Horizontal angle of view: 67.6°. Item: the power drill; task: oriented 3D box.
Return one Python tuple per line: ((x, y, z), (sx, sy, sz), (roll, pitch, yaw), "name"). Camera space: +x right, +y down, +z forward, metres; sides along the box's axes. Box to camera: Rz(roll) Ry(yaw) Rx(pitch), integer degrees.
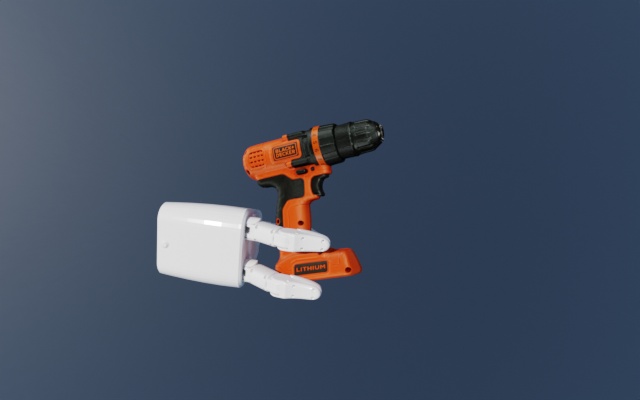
((0.000, 0.002, 0.590), (0.184, 0.187, 0.057), (-12, -9, 21), "power drill")
